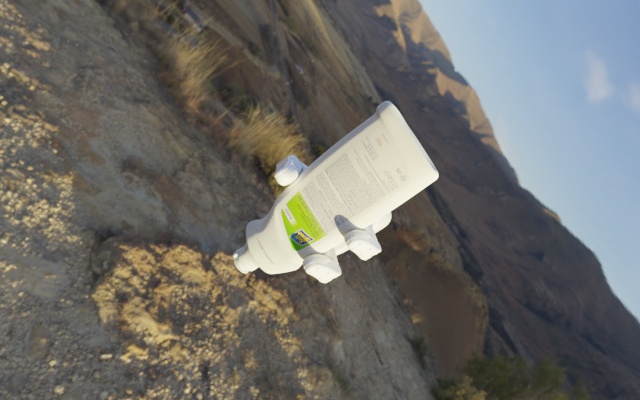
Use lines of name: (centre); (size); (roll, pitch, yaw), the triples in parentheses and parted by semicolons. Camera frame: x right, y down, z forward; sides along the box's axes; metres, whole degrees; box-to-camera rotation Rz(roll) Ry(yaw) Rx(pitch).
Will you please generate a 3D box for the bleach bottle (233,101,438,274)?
bleach bottle: (0.000, 0.002, 0.539); (0.251, 0.102, 0.068); (-33, -10, 16)
